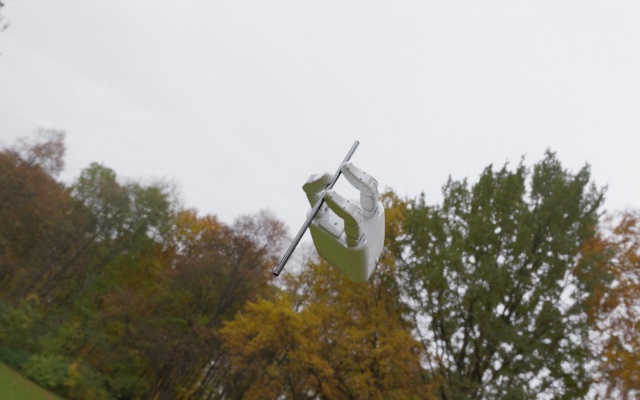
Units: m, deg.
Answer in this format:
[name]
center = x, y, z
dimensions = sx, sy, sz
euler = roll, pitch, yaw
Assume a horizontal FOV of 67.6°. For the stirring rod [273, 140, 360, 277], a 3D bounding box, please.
[stirring rod]
center = 0.000, 0.002, 0.641
dimensions = 0.011, 0.239, 0.011
euler = 23, -32, 15
